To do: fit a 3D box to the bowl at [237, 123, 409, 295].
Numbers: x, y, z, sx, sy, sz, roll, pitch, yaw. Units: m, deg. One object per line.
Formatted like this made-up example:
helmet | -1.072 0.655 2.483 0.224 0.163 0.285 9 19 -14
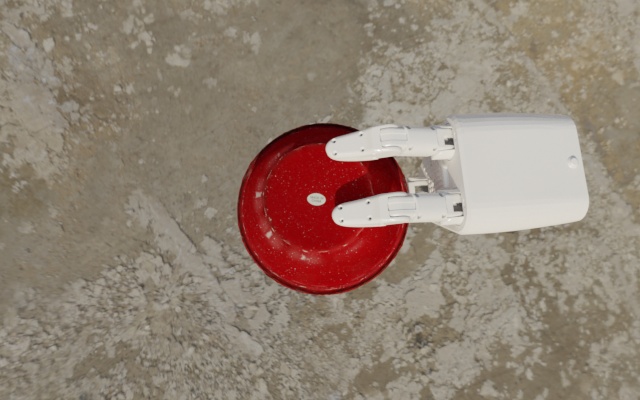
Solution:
bowl | -0.001 0.002 0.418 0.162 0.162 0.055 0 -10 5
